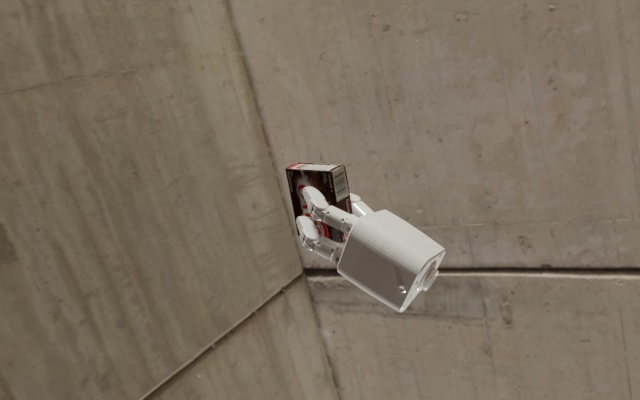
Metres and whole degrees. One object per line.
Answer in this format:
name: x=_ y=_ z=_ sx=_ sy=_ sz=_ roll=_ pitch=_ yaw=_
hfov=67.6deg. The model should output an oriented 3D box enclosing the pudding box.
pudding box: x=0.000 y=0.002 z=0.706 sx=0.090 sy=0.113 sz=0.039 roll=6 pitch=22 yaw=39
